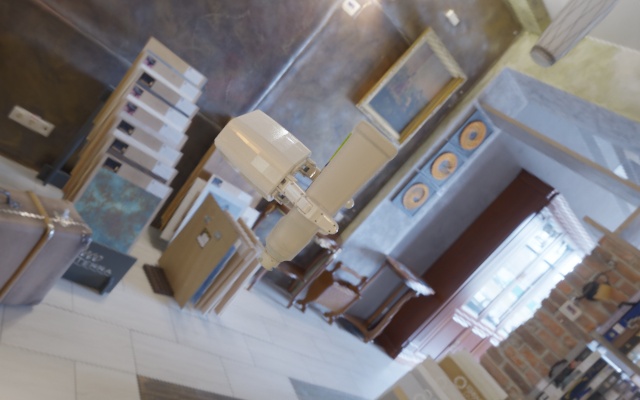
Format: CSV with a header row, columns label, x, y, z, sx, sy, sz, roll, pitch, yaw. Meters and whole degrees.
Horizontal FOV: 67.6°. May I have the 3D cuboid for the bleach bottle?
label,x,y,z,sx,sy,sz,roll,pitch,yaw
bleach bottle,0.000,0.002,0.675,0.068,0.251,0.102,42,8,-1
